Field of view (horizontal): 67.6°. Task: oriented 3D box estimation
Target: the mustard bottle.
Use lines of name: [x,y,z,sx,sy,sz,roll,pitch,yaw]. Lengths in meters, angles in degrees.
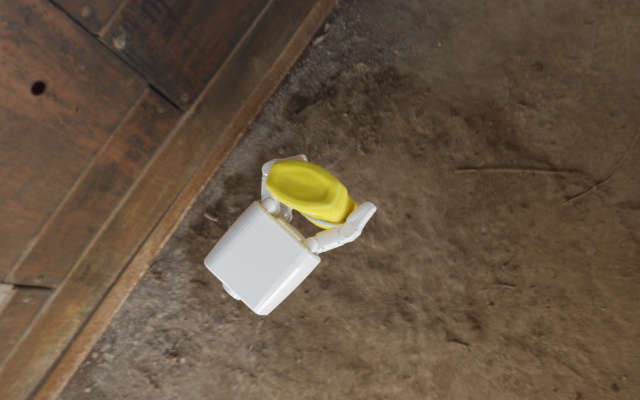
mustard bottle: [0.000,0.002,0.646,0.096,0.058,0.192,16,-9,17]
